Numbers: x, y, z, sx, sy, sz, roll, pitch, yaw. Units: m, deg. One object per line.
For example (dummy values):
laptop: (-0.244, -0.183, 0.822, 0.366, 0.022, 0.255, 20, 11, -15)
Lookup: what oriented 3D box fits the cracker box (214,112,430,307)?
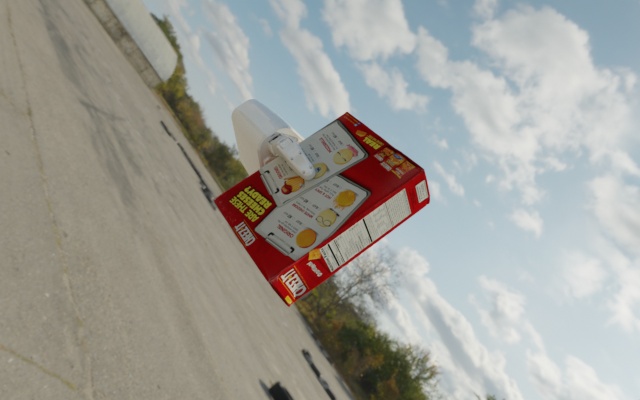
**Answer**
cracker box: (0.000, 0.002, 0.589, 0.213, 0.072, 0.164, -35, 46, -9)
